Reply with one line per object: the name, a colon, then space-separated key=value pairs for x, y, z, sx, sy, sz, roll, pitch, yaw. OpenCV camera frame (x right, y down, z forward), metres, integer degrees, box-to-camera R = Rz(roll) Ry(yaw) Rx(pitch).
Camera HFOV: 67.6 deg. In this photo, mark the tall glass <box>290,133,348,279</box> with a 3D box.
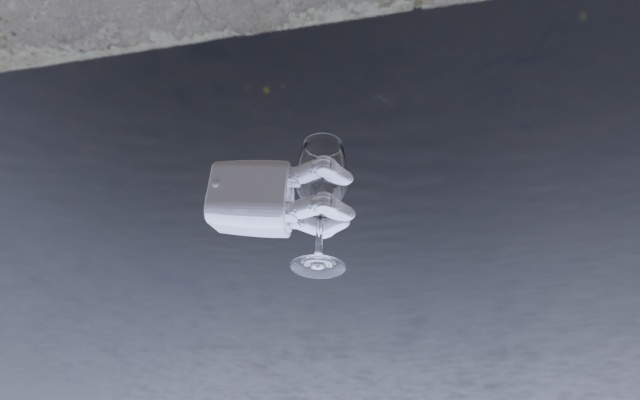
tall glass: x=0.000 y=0.003 z=0.670 sx=0.079 sy=0.201 sz=0.079 roll=2 pitch=-31 yaw=1
